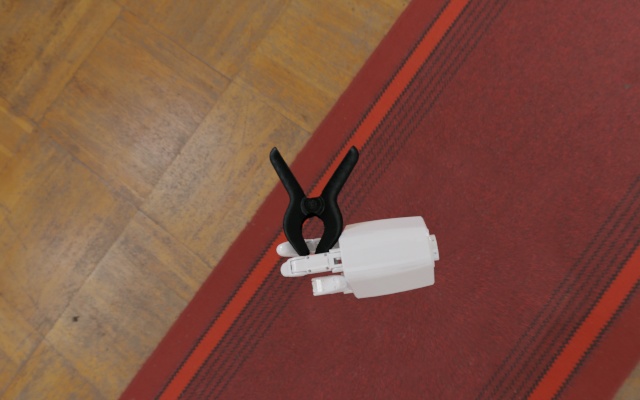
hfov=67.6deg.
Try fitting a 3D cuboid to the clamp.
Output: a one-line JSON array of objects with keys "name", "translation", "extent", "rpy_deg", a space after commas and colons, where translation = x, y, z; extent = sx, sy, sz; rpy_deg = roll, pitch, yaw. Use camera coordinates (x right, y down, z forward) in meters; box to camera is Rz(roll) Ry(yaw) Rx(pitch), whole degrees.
[{"name": "clamp", "translation": [0.000, 0.002, 0.630], "extent": [0.120, 0.171, 0.039], "rpy_deg": [-10, -10, 9]}]
